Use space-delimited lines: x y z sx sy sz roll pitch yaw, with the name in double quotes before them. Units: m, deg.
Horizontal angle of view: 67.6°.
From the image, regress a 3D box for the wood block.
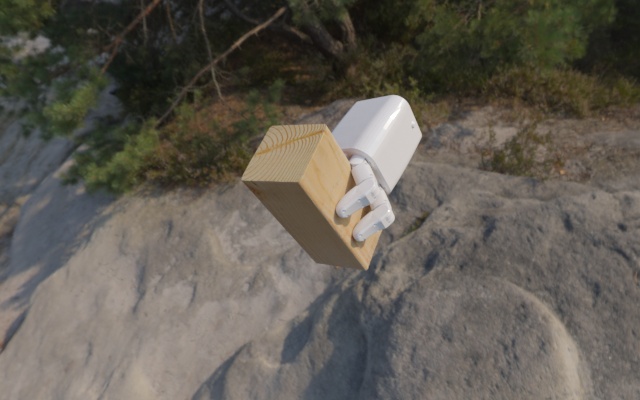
"wood block" 0.000 0.002 0.638 0.091 0.090 0.206 4 -33 34
